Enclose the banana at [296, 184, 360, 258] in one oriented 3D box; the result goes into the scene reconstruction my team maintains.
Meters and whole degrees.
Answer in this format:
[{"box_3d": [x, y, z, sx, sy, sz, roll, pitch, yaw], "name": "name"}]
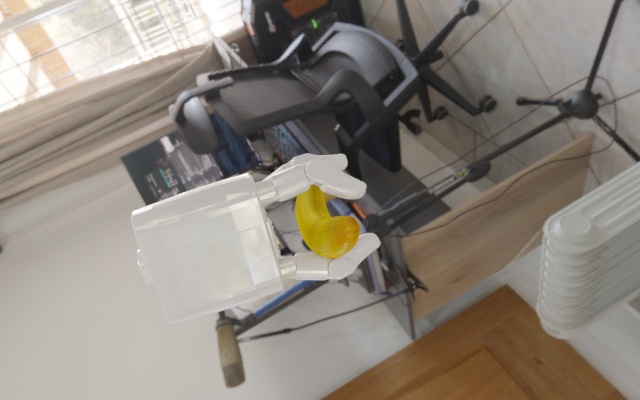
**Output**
[{"box_3d": [0.000, 0.018, 0.478, 0.037, 0.070, 0.197, -6, 21, -11], "name": "banana"}]
